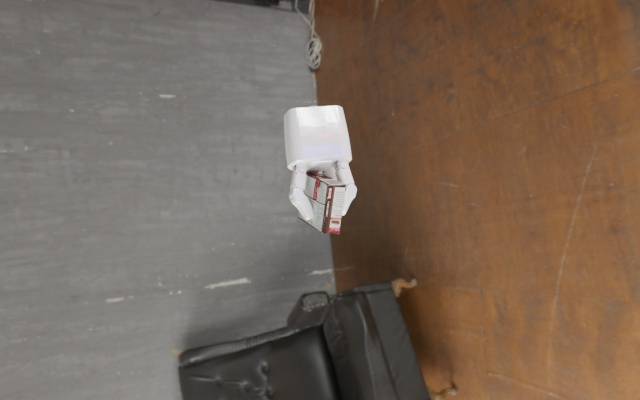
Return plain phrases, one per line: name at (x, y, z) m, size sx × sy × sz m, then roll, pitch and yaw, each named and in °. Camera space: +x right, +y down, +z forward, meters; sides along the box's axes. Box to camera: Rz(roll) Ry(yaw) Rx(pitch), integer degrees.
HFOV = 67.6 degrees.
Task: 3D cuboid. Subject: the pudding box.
pudding box at (0.000, 0.003, 0.863) m, size 0.039 × 0.090 × 0.113 m, roll 1°, pitch 13°, yaw -25°
